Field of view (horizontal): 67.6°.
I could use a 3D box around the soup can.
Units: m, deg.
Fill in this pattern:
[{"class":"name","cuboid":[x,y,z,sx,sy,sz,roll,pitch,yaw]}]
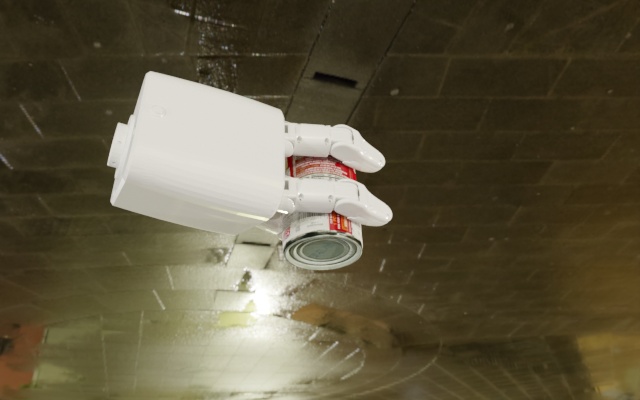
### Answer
[{"class":"soup can","cuboid":[0.000,0.002,0.420,0.068,0.102,0.068,-2,-32,-1]}]
